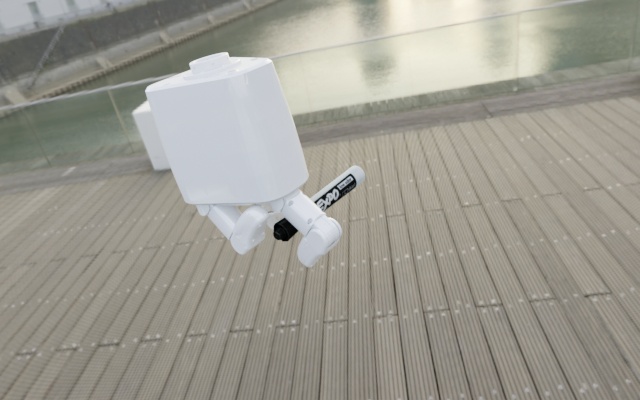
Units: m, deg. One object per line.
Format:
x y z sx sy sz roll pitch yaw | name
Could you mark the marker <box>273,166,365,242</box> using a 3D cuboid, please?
0.000 0.002 0.442 0.020 0.020 0.121 0 28 45 | marker
